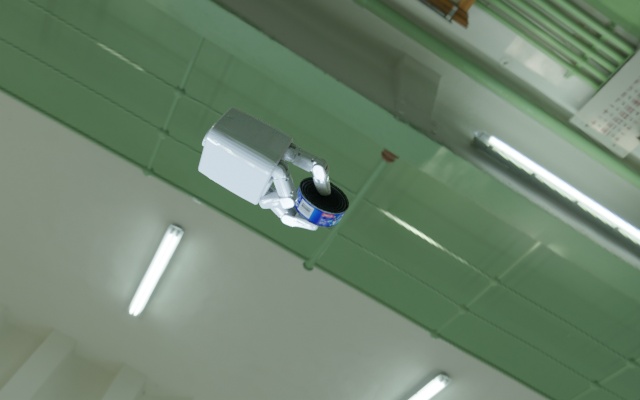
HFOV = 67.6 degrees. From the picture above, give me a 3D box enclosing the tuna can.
[{"bbox_3d":[0.000,0.003,0.765,0.086,0.034,0.086,20,34,-14],"label":"tuna can"}]
